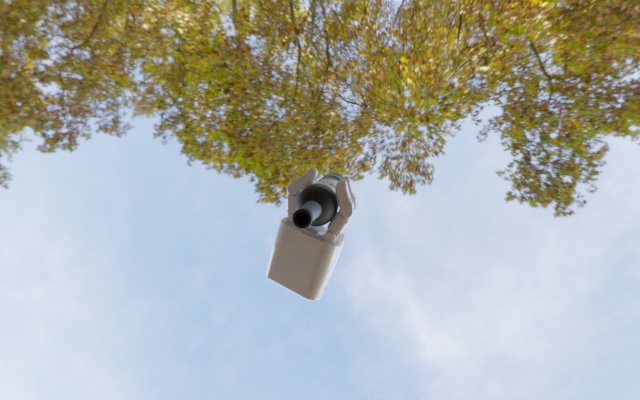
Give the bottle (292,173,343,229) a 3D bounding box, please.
[{"bbox_3d":[0.000,0.002,0.797,0.069,0.069,0.295,0,9,10],"label":"bottle"}]
